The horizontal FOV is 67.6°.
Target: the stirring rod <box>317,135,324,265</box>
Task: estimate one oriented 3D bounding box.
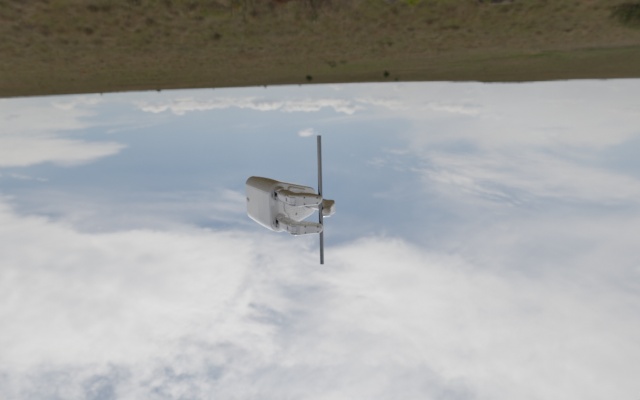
[{"bbox_3d":[0.000,0.003,0.866,0.011,0.239,0.011,-1,15,0],"label":"stirring rod"}]
